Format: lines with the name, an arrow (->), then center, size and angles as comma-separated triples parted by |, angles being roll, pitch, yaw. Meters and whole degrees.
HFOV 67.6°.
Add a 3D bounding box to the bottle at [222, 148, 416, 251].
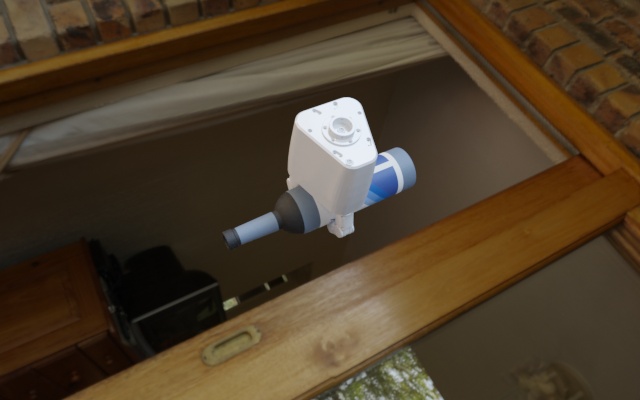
bottle -> 0.000, 0.002, 0.692 | 0.295, 0.069, 0.069 | -23, 8, -19
